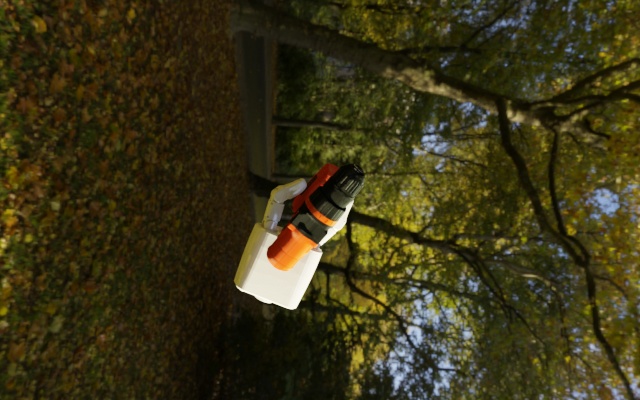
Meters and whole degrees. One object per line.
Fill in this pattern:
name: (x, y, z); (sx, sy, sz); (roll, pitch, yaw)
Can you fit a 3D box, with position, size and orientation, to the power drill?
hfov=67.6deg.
power drill: (0.000, 0.002, 0.711); (0.057, 0.184, 0.187); (41, 17, -5)
